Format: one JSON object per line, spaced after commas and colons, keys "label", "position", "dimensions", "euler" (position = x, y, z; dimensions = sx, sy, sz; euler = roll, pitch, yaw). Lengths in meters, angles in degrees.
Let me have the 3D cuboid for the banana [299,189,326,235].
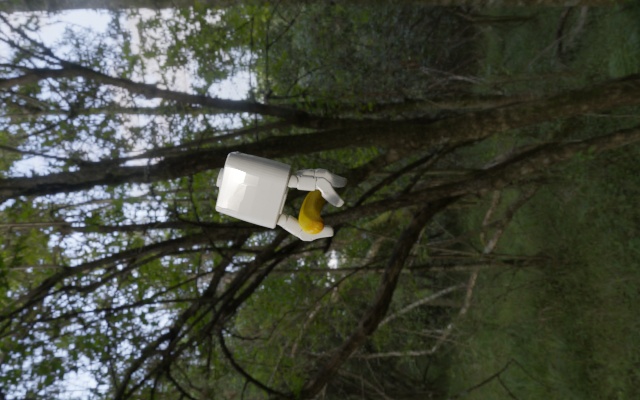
{"label": "banana", "position": [-0.010, 0.014, 0.829], "dimensions": [0.037, 0.070, 0.197], "euler": [34, 27, -10]}
